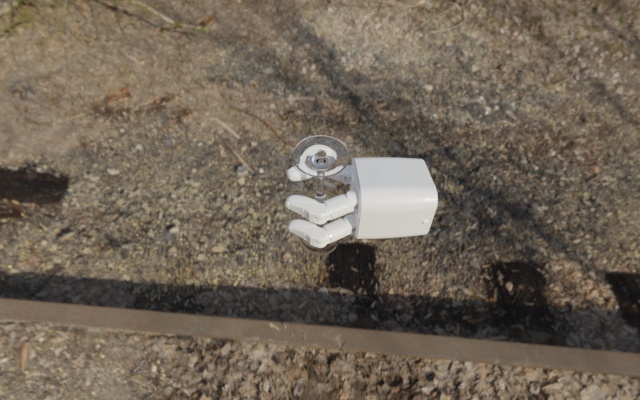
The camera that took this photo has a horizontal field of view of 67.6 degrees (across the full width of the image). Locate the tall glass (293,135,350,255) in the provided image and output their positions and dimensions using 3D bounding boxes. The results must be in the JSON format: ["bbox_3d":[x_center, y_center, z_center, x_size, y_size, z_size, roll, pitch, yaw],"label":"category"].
[{"bbox_3d":[0.000,0.002,0.698,0.079,0.079,0.201,0,-38,-1],"label":"tall glass"}]
